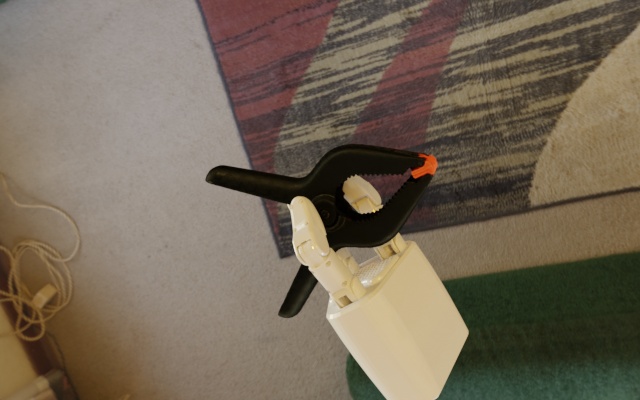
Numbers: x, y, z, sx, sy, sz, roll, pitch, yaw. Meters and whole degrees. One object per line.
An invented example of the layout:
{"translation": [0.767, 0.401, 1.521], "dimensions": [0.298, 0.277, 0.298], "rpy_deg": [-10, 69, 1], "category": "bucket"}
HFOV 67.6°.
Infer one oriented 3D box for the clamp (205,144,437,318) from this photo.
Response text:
{"translation": [0.000, 0.002, 0.430], "dimensions": [0.210, 0.164, 0.036], "rpy_deg": [-32, 5, 25], "category": "clamp"}
